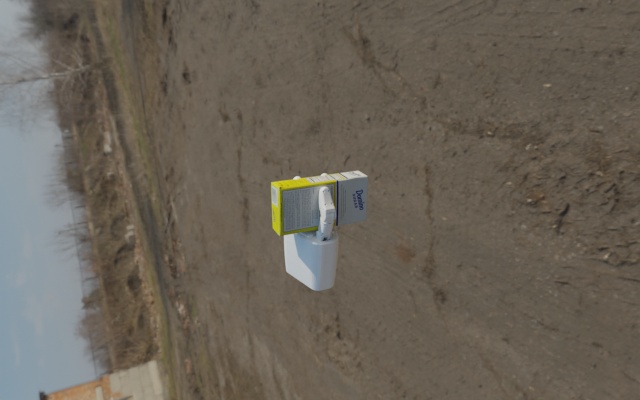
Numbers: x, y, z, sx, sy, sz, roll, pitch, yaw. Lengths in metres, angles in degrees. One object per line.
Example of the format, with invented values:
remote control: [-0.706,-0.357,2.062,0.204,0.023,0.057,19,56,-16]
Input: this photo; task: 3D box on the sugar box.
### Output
sugar box: [0.000,0.003,0.877,0.176,0.093,0.048,-9,23,-25]
